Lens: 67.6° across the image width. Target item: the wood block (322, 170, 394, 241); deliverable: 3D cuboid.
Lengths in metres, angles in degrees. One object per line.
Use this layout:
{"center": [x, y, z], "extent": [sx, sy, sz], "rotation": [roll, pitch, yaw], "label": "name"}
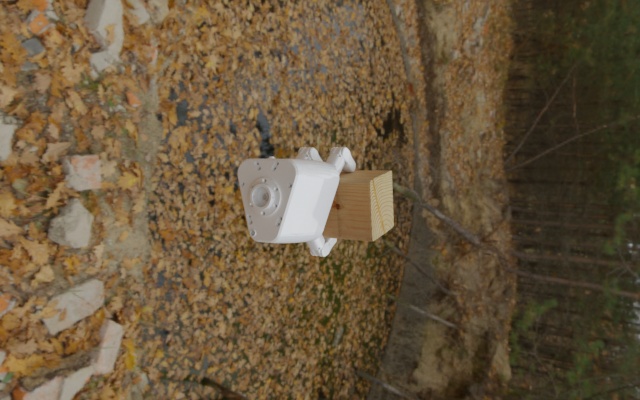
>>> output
{"center": [0.000, 0.003, 0.743], "extent": [0.206, 0.091, 0.090], "rotation": [3, 14, 28], "label": "wood block"}
